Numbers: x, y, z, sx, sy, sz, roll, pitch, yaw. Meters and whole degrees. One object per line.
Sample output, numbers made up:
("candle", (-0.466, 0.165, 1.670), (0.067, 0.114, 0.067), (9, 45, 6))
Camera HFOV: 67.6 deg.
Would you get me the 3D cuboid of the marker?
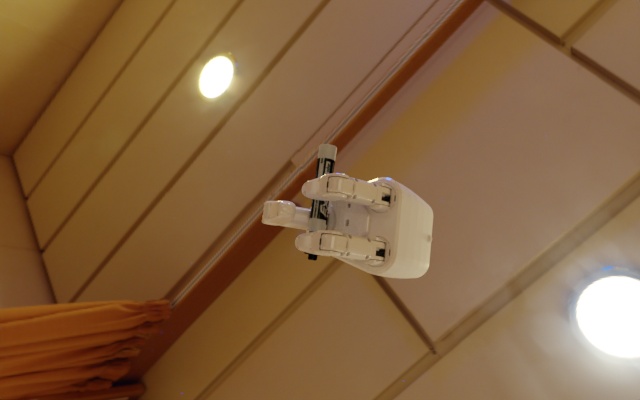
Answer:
("marker", (0.000, 0.002, 0.496), (0.020, 0.121, 0.020), (8, -9, 1))
